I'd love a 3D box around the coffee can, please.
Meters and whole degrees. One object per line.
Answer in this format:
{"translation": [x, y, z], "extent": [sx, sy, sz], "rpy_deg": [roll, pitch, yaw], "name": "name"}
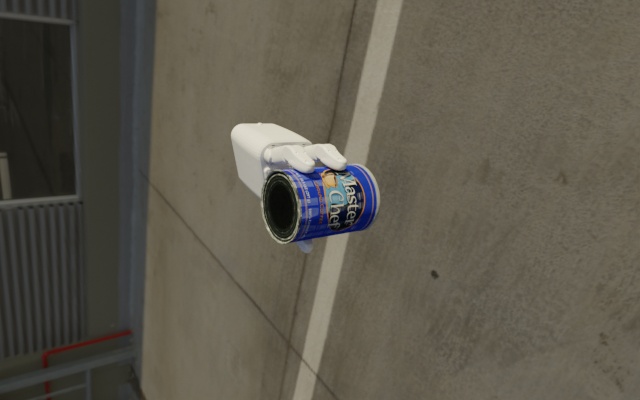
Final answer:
{"translation": [0.000, 0.002, 0.686], "extent": [0.140, 0.103, 0.103], "rpy_deg": [-7, 4, -35], "name": "coffee can"}
